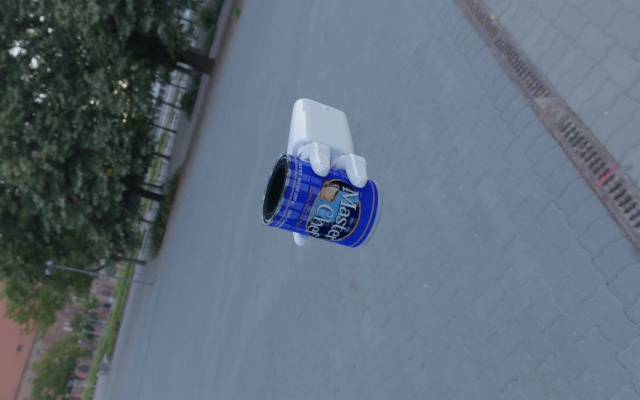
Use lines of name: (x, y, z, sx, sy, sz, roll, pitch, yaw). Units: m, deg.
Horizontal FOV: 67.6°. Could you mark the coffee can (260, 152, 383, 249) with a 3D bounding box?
coffee can: (0.000, 0.002, 0.665, 0.140, 0.103, 0.103, 16, -6, -20)
